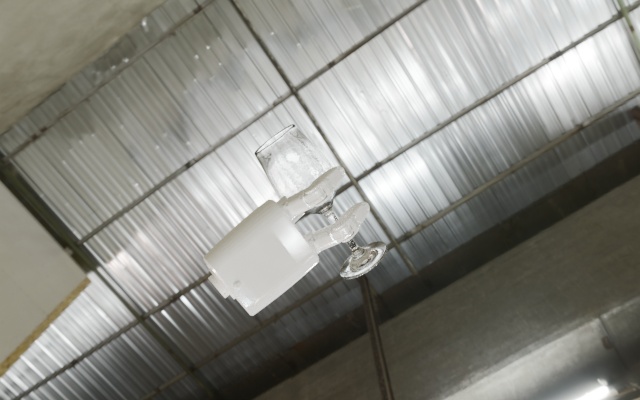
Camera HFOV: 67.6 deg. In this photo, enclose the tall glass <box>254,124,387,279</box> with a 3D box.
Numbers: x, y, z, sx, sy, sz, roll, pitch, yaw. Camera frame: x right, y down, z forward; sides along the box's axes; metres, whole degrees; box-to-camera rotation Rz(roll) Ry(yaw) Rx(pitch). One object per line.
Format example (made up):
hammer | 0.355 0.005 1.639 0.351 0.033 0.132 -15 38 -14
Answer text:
tall glass | 0.001 0.002 0.609 0.079 0.201 0.079 -33 15 10
